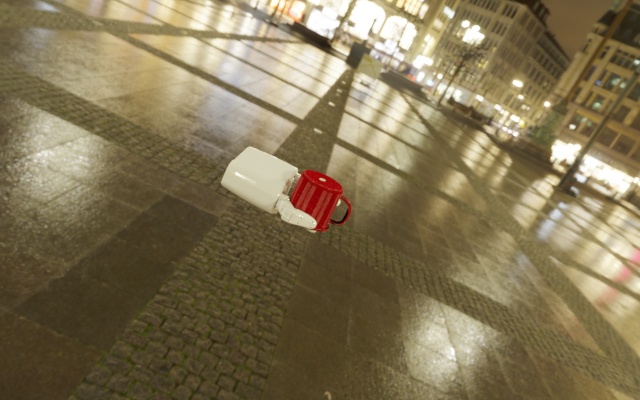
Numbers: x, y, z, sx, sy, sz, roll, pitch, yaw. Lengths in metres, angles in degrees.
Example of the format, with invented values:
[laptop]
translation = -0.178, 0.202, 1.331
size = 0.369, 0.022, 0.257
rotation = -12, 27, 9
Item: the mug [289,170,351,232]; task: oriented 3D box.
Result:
[mug]
translation = 0.002, 0.003, 0.862
size = 0.117, 0.081, 0.093
rotation = 26, 18, 1
